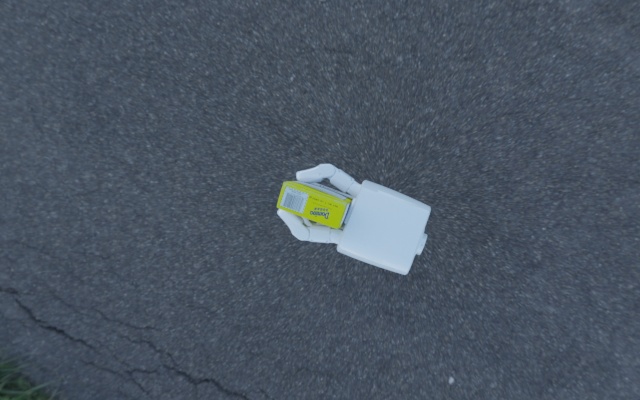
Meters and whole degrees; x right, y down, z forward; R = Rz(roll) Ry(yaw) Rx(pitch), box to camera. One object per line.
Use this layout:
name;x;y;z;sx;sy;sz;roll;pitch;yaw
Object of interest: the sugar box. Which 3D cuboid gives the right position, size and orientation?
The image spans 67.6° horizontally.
sugar box;0.000;0.003;0.728;0.093;0.048;0.176;20;3;8
